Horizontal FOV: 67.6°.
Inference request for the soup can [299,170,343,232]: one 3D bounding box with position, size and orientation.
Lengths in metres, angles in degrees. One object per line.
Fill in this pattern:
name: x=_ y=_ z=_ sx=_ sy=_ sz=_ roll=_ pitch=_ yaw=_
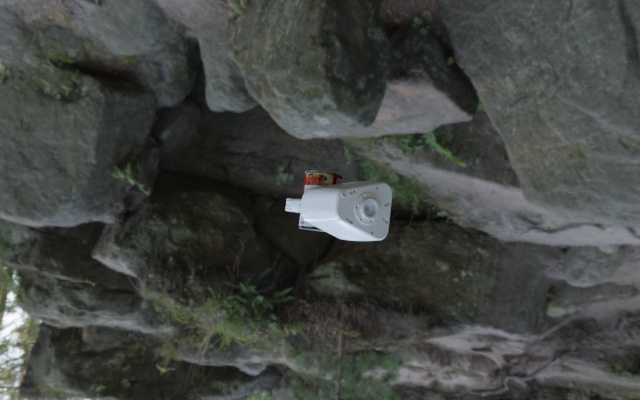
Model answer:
soup can: x=0.000 y=0.003 z=0.851 sx=0.068 sy=0.102 sz=0.068 roll=7 pitch=-5 yaw=1
